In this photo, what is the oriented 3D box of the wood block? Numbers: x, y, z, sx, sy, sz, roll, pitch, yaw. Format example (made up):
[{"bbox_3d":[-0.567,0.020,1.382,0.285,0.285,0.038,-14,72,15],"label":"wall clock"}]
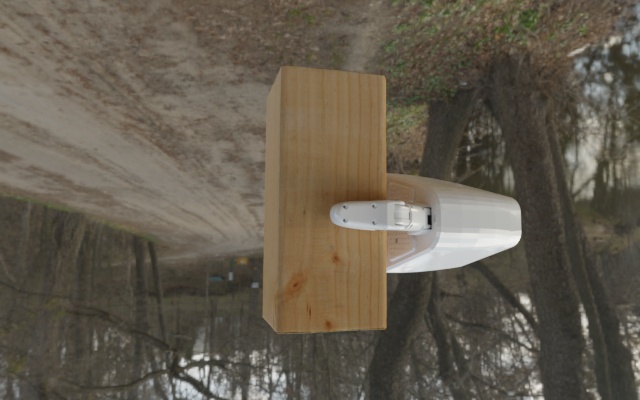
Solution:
[{"bbox_3d":[0.001,0.001,0.414,0.090,0.206,0.091,2,-6,-15],"label":"wood block"}]
